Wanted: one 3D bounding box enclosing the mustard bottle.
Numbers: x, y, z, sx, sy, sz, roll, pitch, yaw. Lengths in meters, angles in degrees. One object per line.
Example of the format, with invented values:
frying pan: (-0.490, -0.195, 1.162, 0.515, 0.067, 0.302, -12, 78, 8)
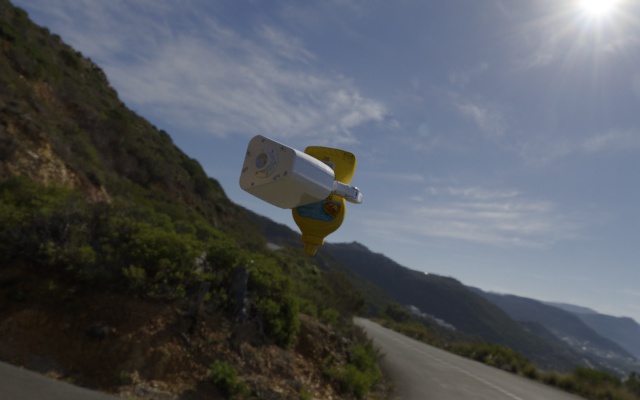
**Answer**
mustard bottle: (0.000, 0.003, 0.850, 0.096, 0.191, 0.058, 11, -10, 11)
